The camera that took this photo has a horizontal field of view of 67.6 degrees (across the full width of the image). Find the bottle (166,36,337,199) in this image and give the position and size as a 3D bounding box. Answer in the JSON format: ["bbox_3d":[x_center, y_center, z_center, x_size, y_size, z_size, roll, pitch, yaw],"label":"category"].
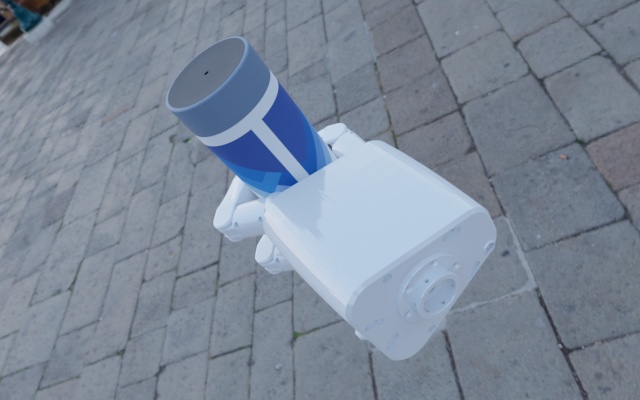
[{"bbox_3d":[0.000,0.001,0.400,0.069,0.069,0.296,0,-34,37],"label":"bottle"}]
